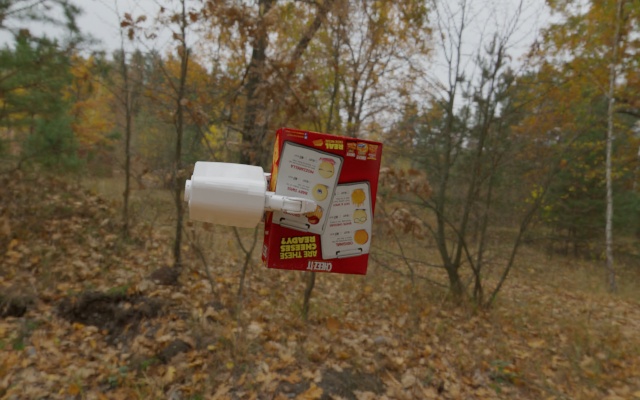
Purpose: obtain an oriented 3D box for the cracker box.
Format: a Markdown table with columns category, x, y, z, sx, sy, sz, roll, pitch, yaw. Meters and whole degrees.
| category | x | y | z | sx | sy | sz | roll | pitch | yaw |
| --- | --- | --- | --- | --- | --- | --- | --- | --- | --- |
| cracker box | 0.000 | 0.002 | 0.761 | 0.164 | 0.213 | 0.072 | 6 | 3 | -14 |
